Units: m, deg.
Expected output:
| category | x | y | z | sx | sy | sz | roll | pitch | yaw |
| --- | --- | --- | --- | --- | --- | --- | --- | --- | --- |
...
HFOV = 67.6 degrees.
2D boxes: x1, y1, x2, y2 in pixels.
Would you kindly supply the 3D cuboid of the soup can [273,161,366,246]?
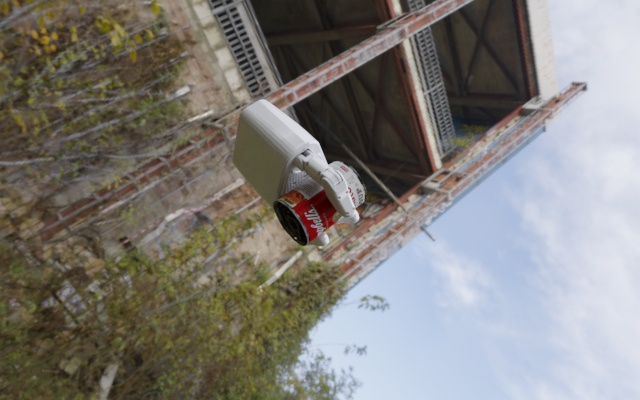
| category | x | y | z | sx | sy | sz | roll | pitch | yaw |
| --- | --- | --- | --- | --- | --- | --- | --- | --- | --- |
| soup can | 0.001 | 0.002 | 0.612 | 0.102 | 0.068 | 0.068 | -35 | 15 | -23 |
